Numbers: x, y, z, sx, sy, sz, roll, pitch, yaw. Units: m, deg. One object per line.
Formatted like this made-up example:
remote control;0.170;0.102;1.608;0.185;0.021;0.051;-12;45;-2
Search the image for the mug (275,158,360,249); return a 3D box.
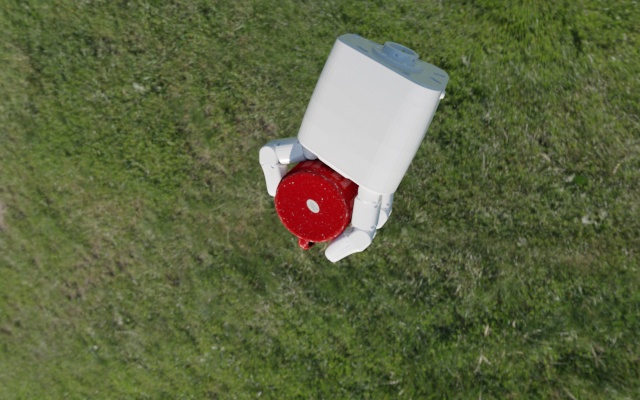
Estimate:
mug;-0.001;0.003;0.510;0.093;0.117;0.081;27;30;10
